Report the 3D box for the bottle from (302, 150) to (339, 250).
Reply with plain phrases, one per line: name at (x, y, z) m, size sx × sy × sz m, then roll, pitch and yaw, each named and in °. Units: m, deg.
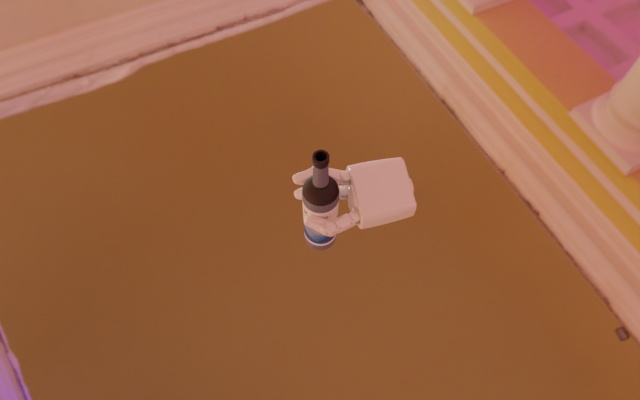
bottle at (0.000, 0.003, 0.877) m, size 0.069 × 0.069 × 0.296 m, roll 0°, pitch -29°, yaw 0°
